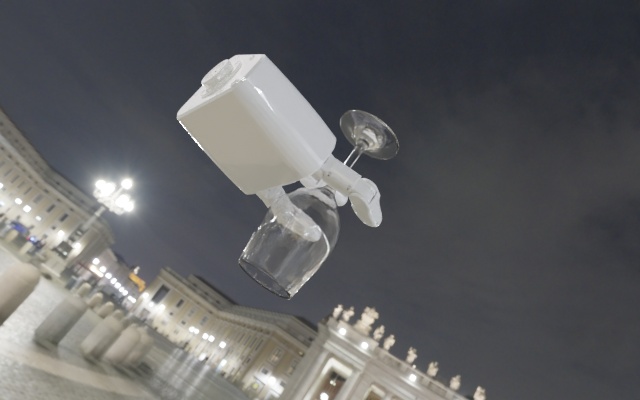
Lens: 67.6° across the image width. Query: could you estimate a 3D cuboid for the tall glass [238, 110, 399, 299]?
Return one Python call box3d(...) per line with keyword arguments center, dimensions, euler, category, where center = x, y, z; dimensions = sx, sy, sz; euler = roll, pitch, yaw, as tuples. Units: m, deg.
box3d(center=(0.001, 0.001, 0.492), dimensions=(0.079, 0.201, 0.079), euler=(30, -23, 14), category="tall glass")
